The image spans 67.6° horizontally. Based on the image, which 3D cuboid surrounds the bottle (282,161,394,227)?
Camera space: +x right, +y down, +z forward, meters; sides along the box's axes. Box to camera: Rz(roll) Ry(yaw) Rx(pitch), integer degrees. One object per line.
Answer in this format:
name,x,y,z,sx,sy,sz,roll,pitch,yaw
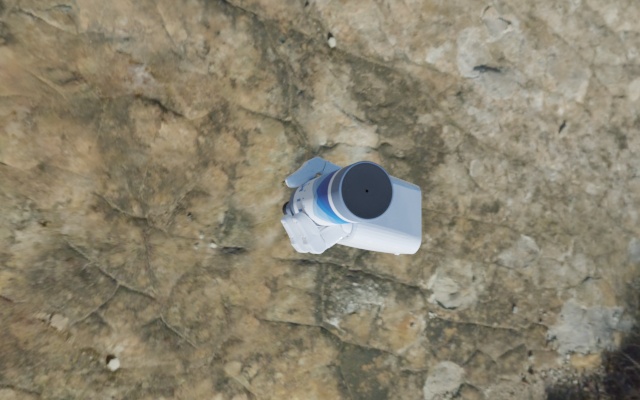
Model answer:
bottle,0.000,0.002,0.656,0.069,0.069,0.296,0,-5,-20
